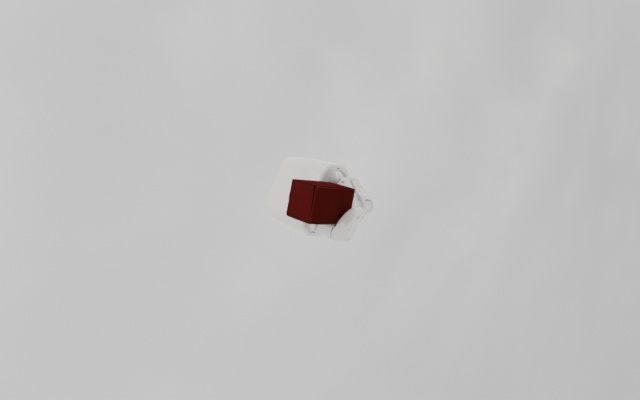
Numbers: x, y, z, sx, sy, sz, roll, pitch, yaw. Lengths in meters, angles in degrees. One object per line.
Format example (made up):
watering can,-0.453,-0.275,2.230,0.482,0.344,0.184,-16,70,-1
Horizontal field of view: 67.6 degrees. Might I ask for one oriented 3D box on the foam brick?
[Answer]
foam brick,0.000,0.002,0.657,0.078,0.053,0.051,3,10,-44
